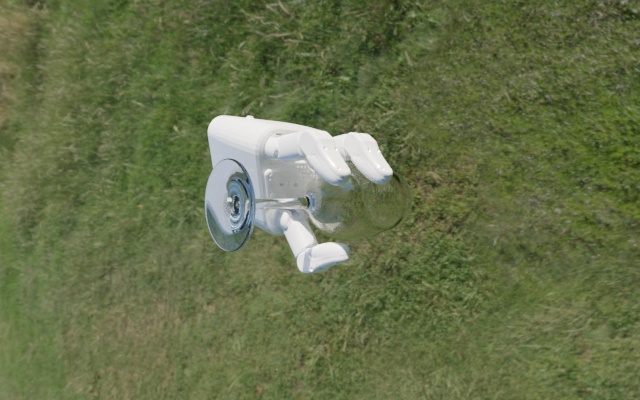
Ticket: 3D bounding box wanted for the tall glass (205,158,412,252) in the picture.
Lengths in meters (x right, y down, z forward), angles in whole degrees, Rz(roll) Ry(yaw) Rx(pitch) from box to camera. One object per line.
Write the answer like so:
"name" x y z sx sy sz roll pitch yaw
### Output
"tall glass" 0.000 0.002 0.444 0.201 0.079 0.079 -2 1 -42
